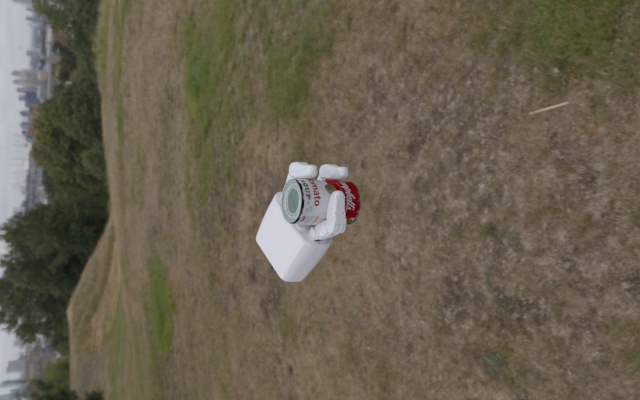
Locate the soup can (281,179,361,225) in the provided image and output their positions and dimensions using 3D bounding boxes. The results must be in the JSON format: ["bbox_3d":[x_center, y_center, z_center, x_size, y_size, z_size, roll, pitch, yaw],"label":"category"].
[{"bbox_3d":[0.000,0.002,0.715,0.102,0.068,0.068,2,-1,-31],"label":"soup can"}]
